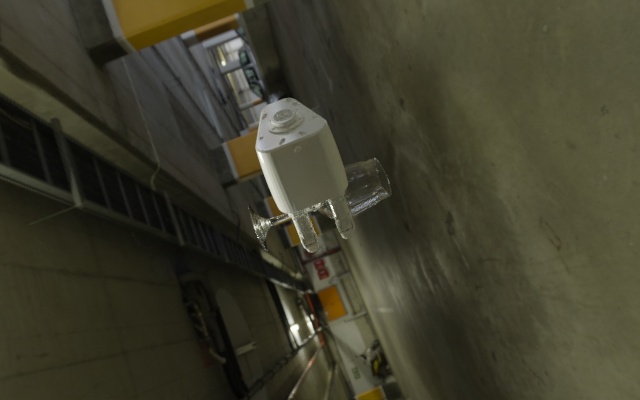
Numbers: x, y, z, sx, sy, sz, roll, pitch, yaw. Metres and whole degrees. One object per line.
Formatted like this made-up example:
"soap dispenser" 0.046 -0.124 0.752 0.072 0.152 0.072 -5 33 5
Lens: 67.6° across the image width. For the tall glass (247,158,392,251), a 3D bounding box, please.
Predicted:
"tall glass" -0.001 0.003 0.700 0.201 0.079 0.079 -22 1 -2
